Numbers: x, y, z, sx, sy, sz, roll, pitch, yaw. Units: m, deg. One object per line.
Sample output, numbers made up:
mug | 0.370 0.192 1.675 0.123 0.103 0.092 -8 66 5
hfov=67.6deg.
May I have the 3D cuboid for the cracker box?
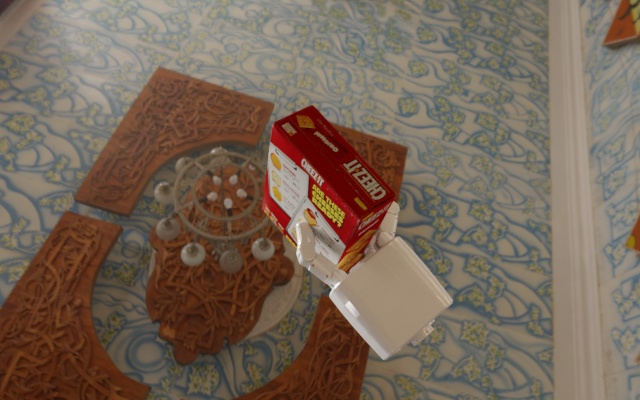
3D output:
cracker box | 0.000 0.002 0.652 0.072 0.164 0.214 -33 -19 -26
